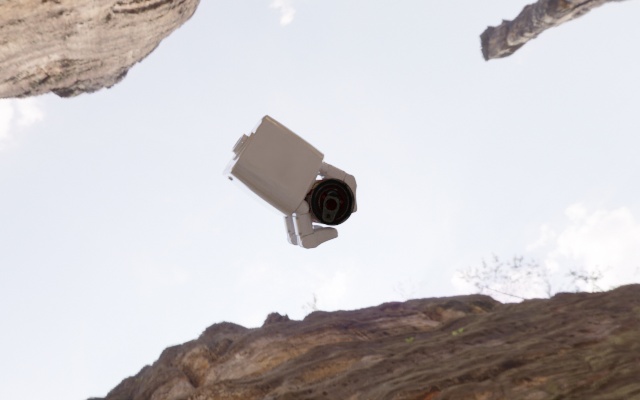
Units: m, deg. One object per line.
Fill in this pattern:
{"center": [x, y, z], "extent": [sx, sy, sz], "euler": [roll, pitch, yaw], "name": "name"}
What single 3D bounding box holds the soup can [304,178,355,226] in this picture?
{"center": [0.000, 0.003, 0.719], "extent": [0.068, 0.068, 0.102], "euler": [0, 0, -20], "name": "soup can"}
